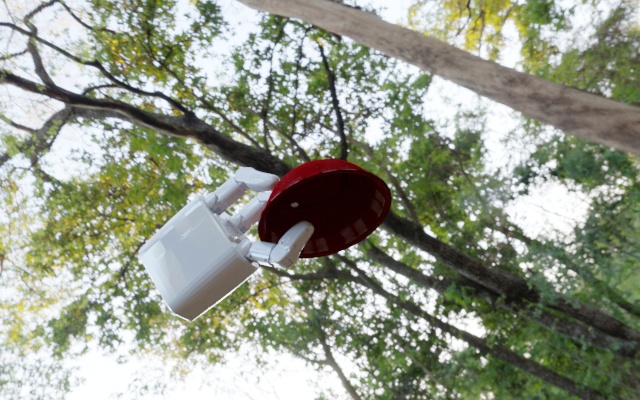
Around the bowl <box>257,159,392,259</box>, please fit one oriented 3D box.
[{"bbox_3d":[0.001,0.001,0.570,0.162,0.055,0.162,-12,-38,-9],"label":"bowl"}]
